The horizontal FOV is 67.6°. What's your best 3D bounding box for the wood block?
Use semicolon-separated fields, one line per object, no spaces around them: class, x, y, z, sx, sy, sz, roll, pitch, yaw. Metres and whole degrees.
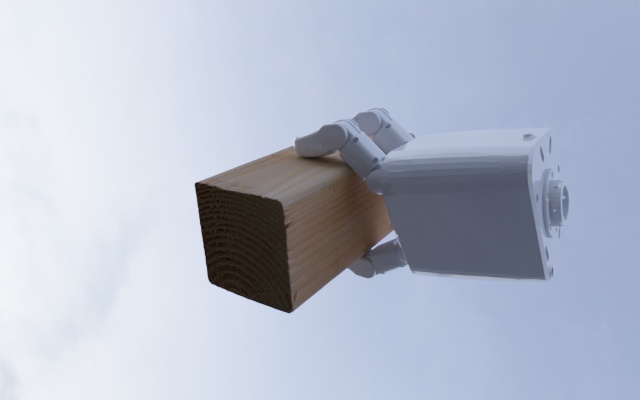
wood block;0.000;0.002;0.427;0.090;0.091;0.206;12;25;33
